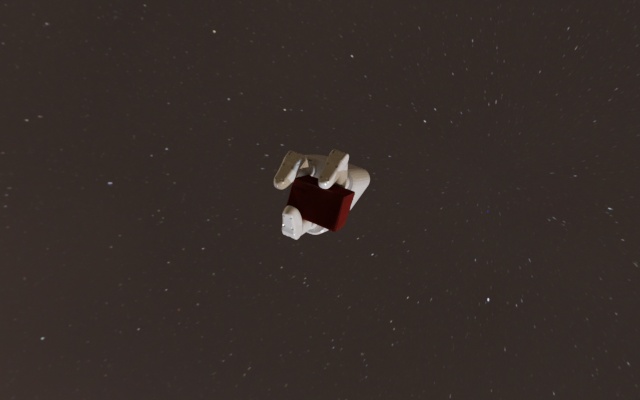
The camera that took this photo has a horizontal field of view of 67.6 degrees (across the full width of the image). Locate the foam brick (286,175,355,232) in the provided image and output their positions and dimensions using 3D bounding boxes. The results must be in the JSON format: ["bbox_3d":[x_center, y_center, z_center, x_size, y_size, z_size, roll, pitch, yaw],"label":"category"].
[{"bbox_3d":[0.000,0.002,0.657,0.078,0.053,0.051,22,15,17],"label":"foam brick"}]
